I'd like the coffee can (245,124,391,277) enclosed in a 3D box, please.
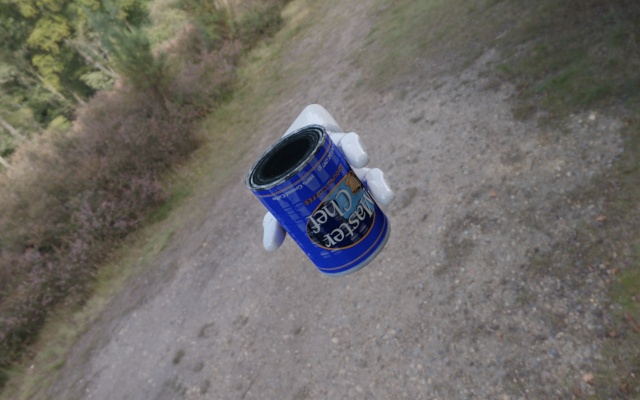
[{"bbox_3d":[0.000,0.002,0.531,0.103,0.140,0.102,-29,29,17],"label":"coffee can"}]
